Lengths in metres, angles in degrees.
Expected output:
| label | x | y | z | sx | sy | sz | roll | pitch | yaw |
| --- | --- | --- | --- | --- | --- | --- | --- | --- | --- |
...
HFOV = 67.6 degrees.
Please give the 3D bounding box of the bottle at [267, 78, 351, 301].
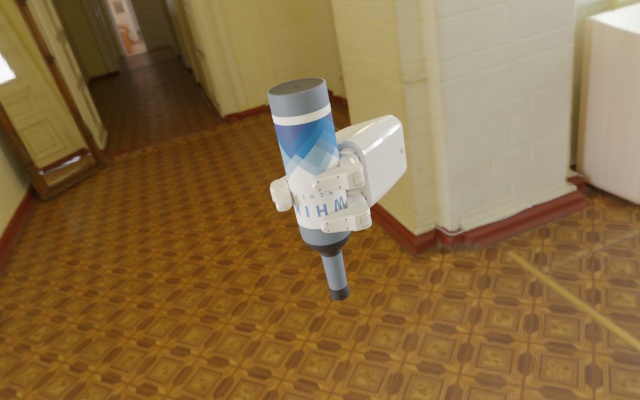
| label | x | y | z | sx | sy | sz | roll | pitch | yaw |
| --- | --- | --- | --- | --- | --- | --- | --- | --- | --- |
| bottle | 0.000 | 0.002 | 0.595 | 0.069 | 0.296 | 0.069 | -9 | 27 | 5 |
